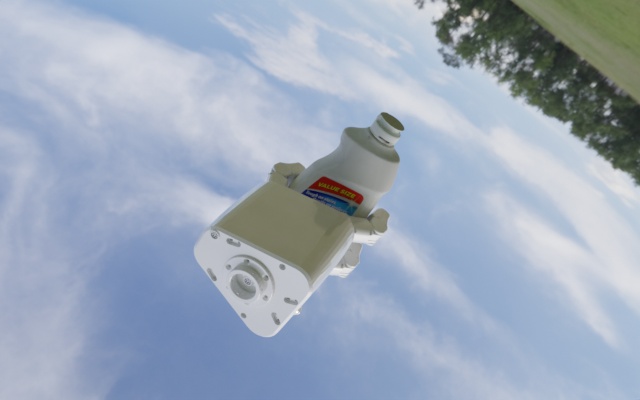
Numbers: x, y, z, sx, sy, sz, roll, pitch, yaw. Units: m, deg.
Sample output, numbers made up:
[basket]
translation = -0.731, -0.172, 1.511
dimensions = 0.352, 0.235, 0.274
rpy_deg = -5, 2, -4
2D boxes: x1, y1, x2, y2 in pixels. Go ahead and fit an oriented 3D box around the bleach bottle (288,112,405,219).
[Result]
[bleach bottle]
translation = 0.000, 0.002, 0.536
dimensions = 0.102, 0.251, 0.068
rpy_deg = 40, 31, 4
